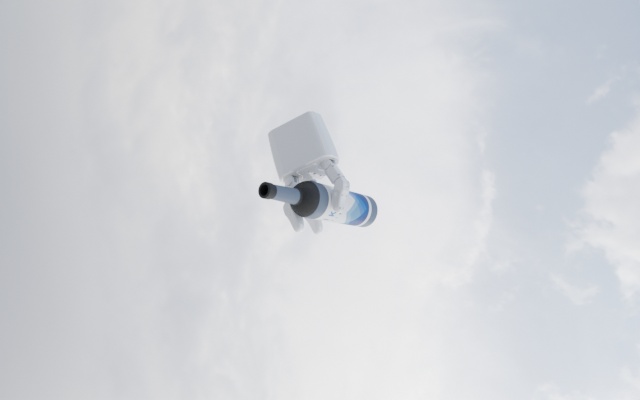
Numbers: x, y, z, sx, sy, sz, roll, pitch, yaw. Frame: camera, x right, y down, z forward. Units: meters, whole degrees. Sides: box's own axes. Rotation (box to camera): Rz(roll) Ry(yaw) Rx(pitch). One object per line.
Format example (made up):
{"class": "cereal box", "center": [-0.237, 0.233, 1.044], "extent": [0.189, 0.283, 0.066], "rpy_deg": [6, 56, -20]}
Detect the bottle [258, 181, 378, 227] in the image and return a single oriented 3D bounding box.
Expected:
{"class": "bottle", "center": [0.000, 0.003, 0.875], "extent": [0.069, 0.069, 0.296], "rpy_deg": [0, -8, 38]}
